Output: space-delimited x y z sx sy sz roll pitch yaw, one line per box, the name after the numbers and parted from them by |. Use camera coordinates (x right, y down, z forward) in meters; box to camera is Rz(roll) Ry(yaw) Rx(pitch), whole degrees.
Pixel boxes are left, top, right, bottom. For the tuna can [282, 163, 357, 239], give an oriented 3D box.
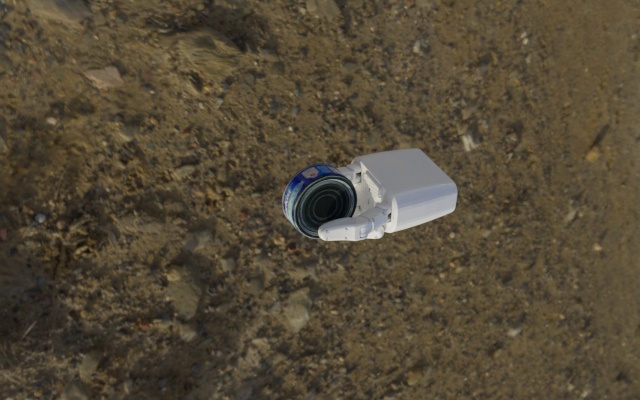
0.000 0.002 0.565 0.086 0.086 0.033 0 26 -29 | tuna can
